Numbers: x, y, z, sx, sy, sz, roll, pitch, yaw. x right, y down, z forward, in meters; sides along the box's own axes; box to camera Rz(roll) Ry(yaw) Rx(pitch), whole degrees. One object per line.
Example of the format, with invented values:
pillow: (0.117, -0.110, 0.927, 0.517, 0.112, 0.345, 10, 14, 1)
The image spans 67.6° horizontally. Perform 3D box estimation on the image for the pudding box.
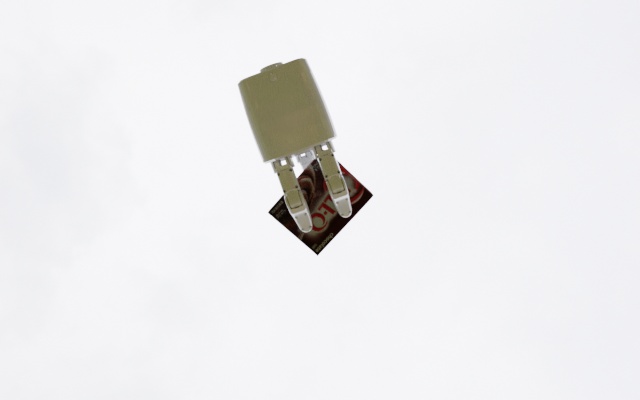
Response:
pudding box: (0.000, 0.002, 0.638, 0.090, 0.113, 0.039, 42, 7, -6)
